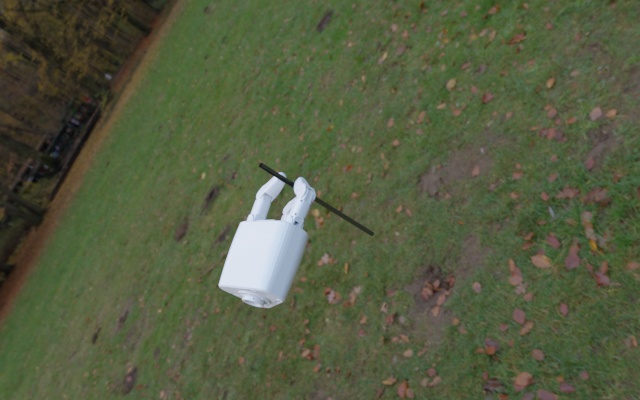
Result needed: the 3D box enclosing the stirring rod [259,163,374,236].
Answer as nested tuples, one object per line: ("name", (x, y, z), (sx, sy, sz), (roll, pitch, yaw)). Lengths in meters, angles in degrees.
("stirring rod", (0.000, 0.003, 0.776), (0.239, 0.011, 0.011), (32, -16, -28))
